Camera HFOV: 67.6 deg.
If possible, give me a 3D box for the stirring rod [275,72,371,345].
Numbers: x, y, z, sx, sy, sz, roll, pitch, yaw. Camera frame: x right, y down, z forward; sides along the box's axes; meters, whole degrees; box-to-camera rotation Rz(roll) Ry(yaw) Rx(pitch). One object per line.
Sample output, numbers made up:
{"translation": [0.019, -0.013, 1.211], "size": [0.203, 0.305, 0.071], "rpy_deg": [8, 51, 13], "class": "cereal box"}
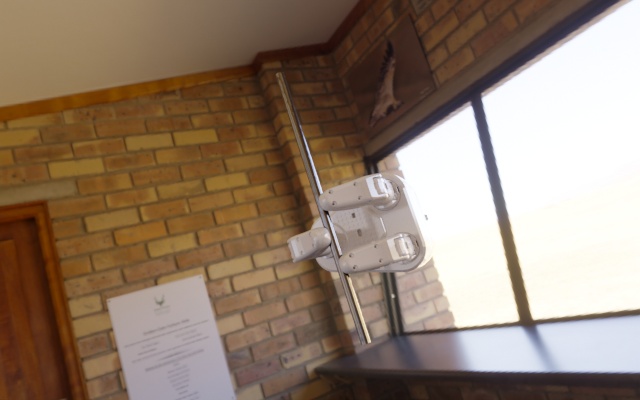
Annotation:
{"translation": [0.000, 0.001, 0.402], "size": [0.011, 0.239, 0.011], "rpy_deg": [-17, -10, -3], "class": "stirring rod"}
